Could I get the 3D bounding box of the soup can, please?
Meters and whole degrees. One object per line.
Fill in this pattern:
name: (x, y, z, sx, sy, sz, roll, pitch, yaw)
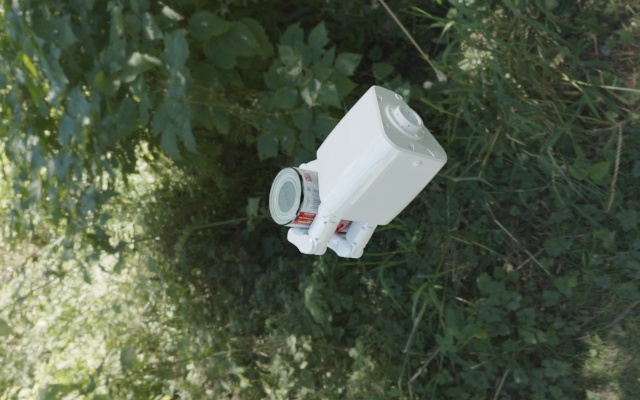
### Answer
soup can: (0.000, 0.002, 0.563, 0.102, 0.068, 0.068, 10, -6, -36)
